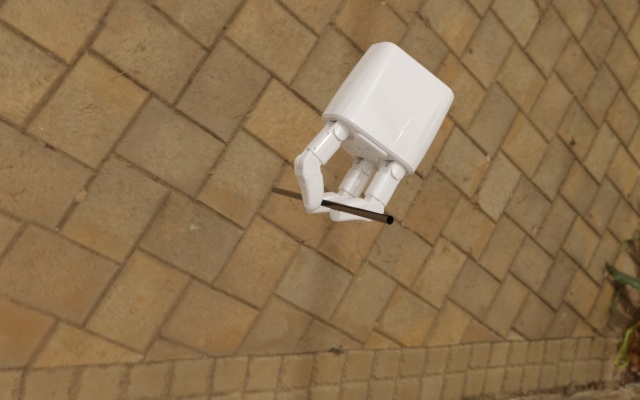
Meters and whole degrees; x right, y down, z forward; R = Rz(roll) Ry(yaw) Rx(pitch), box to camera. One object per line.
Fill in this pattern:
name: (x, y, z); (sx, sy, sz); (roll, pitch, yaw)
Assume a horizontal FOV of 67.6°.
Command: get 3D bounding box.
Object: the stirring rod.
stirring rod: (0.000, 0.002, 0.515); (0.011, 0.011, 0.239); (0, 7, -30)
